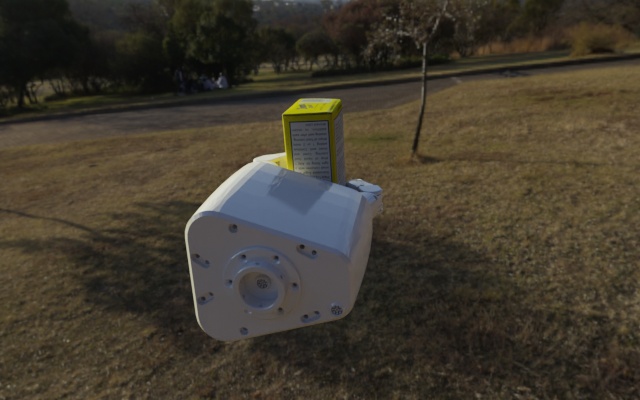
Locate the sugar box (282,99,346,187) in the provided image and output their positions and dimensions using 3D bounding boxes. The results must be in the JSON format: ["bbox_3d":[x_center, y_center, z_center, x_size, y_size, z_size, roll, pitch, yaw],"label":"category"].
[{"bbox_3d":[-0.001,0.001,0.432,0.048,0.176,0.093,1,19,7],"label":"sugar box"}]
